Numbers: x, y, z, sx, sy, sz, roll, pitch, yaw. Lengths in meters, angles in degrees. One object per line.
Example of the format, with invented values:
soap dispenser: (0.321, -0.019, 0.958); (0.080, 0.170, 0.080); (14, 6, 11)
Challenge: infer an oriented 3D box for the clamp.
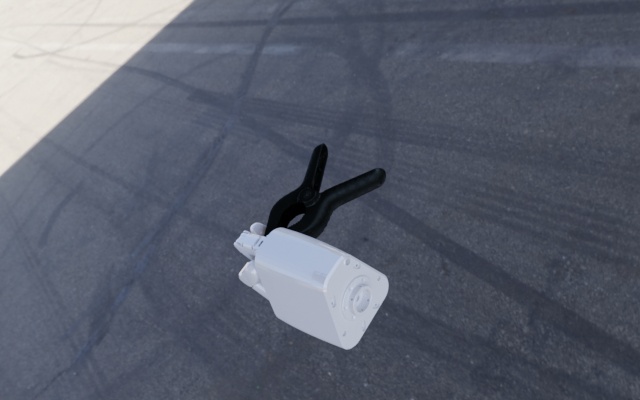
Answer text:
clamp: (0.000, 0.002, 0.597); (0.120, 0.171, 0.039); (15, -28, 41)
